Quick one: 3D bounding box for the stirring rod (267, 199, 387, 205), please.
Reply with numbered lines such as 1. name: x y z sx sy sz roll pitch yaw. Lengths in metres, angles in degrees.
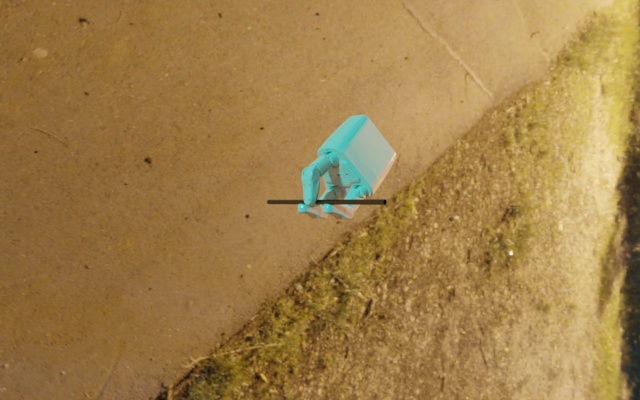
1. stirring rod: 0.000 0.002 0.743 0.239 0.011 0.011 0 0 42
